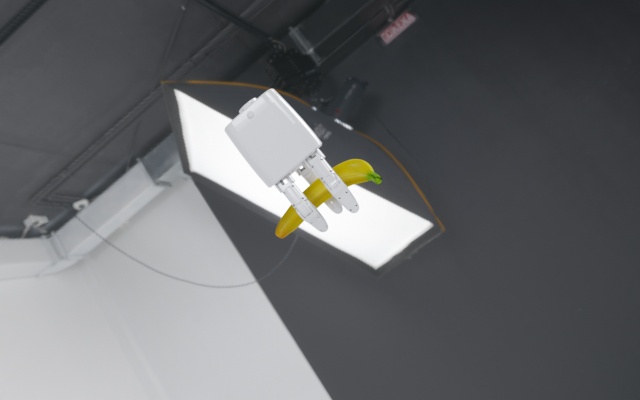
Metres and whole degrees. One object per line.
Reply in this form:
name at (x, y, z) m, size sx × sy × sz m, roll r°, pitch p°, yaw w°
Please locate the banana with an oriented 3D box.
banana at (0.005, -0.010, 0.716) m, size 0.198 × 0.037 × 0.069 m, roll -32°, pitch 25°, yaw 29°
